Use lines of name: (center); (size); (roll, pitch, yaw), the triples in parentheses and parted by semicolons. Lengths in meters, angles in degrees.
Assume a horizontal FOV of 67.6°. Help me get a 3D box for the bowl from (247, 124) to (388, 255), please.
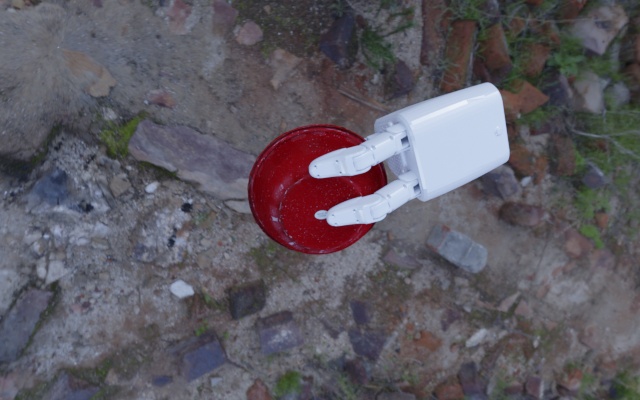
bowl: (-0.001, 0.003, 0.523); (0.162, 0.162, 0.055); (0, 25, -6)
